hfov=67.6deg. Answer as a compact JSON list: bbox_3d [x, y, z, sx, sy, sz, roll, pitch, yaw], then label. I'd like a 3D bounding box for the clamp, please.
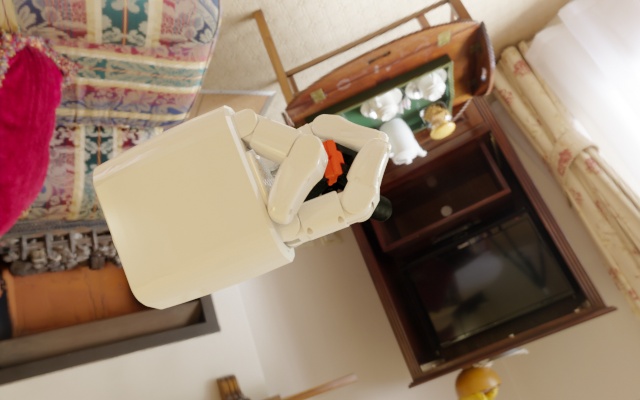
[{"bbox_3d":[0.000,0.002,0.412,0.120,0.039,0.171,-22,-22,3],"label":"clamp"}]
